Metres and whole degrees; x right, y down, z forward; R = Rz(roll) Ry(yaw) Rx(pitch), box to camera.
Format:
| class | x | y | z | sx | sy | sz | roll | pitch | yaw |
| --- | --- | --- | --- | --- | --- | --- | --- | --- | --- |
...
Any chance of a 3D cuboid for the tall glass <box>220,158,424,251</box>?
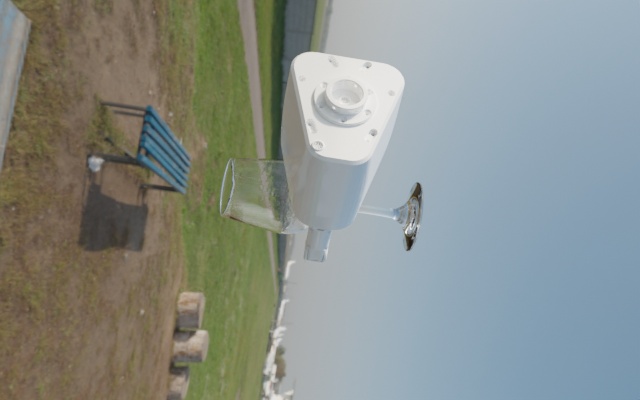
| class | x | y | z | sx | sy | sz | roll | pitch | yaw |
| --- | --- | --- | --- | --- | --- | --- | --- | --- | --- |
| tall glass | 0.001 | 0.002 | 0.502 | 0.201 | 0.079 | 0.079 | 9 | 0 | -2 |
